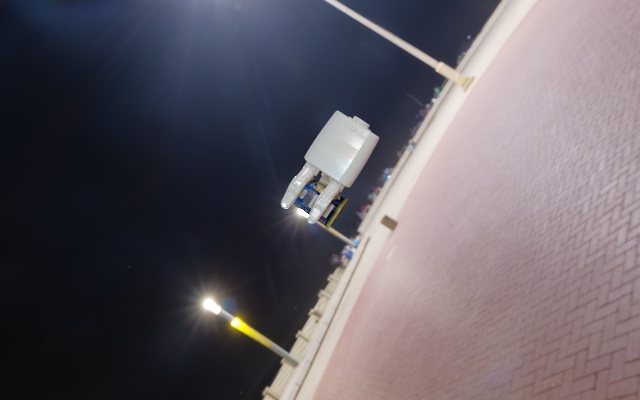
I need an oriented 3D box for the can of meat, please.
[{"bbox_3d":[0.000,0.003,0.899,0.084,0.057,0.102,34,12,4],"label":"can of meat"}]
